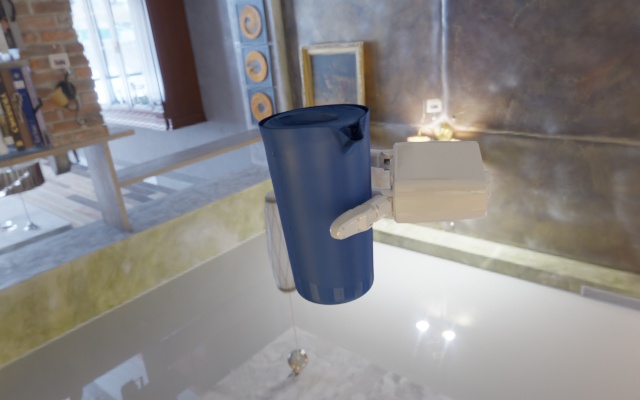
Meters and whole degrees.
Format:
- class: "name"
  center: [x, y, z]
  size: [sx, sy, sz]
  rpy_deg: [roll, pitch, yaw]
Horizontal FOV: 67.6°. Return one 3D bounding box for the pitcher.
- class: "pitcher"
  center: [0.000, 0.002, 0.615]
  size: [0.145, 0.243, 0.149]
  rpy_deg: [-3, 21, 11]
